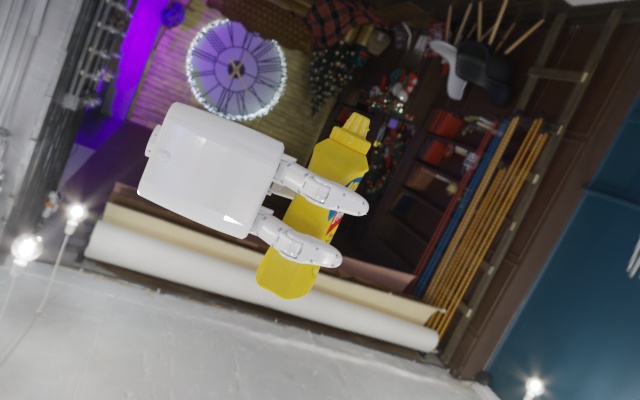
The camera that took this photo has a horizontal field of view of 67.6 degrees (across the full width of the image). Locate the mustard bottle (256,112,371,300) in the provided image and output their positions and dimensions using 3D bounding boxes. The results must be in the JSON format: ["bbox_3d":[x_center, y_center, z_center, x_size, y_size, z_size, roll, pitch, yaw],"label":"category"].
[{"bbox_3d":[0.000,0.002,0.486,0.058,0.191,0.096,27,9,11],"label":"mustard bottle"}]
